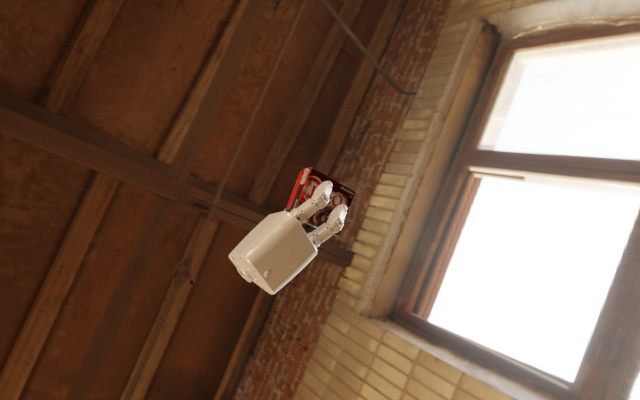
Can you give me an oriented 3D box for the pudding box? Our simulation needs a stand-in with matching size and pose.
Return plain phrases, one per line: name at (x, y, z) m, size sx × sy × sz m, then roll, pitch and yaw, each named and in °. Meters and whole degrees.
pudding box at (0.000, 0.003, 0.856) m, size 0.113 × 0.090 × 0.039 m, roll 27°, pitch -11°, yaw -37°
